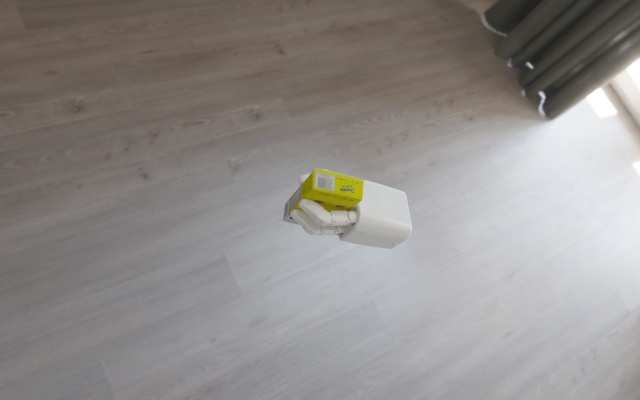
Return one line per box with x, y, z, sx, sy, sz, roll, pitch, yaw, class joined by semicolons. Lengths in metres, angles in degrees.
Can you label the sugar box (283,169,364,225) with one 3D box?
0.000;0.003;0.866;0.093;0.048;0.176;13;-26;-16;sugar box
